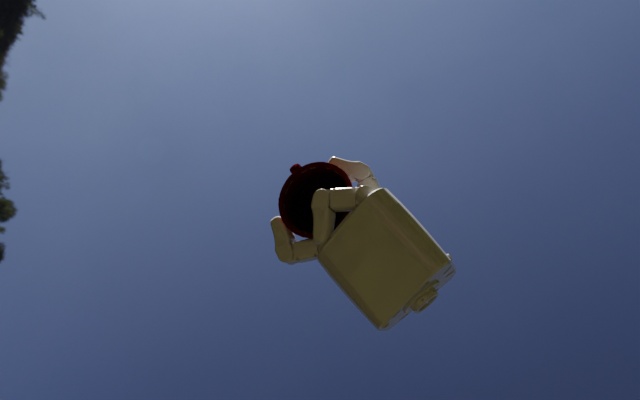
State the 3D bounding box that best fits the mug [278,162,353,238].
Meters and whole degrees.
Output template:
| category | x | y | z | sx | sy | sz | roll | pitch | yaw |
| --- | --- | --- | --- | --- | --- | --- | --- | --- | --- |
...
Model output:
| category | x | y | z | sx | sy | sz | roll | pitch | yaw |
| --- | --- | --- | --- | --- | --- | --- | --- | --- | --- |
| mug | -0.001 | 0.001 | 0.593 | 0.093 | 0.117 | 0.081 | -41 | -27 | 4 |
